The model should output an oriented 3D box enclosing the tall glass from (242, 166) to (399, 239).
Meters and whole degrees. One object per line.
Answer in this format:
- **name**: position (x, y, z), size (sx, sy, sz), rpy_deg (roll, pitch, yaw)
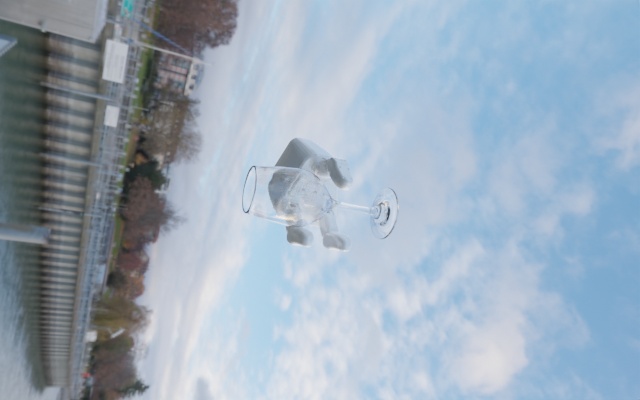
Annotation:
- **tall glass**: position (0.001, 0.002, 0.641), size (0.201, 0.079, 0.079), rpy_deg (10, -4, -22)
